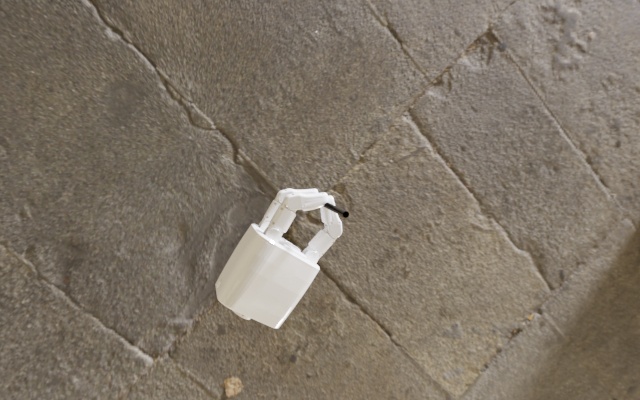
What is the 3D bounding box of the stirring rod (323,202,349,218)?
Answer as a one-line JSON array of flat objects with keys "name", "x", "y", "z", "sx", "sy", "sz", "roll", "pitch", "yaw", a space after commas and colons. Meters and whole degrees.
[{"name": "stirring rod", "x": 0.000, "y": 0.002, "z": 0.679, "sx": 0.011, "sy": 0.011, "sz": 0.239, "roll": 0, "pitch": 7, "yaw": -15}]
